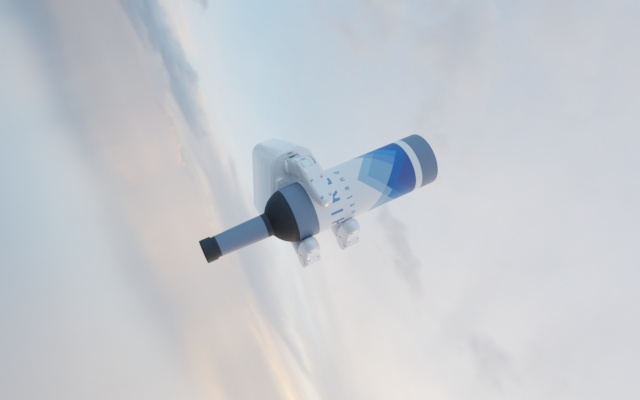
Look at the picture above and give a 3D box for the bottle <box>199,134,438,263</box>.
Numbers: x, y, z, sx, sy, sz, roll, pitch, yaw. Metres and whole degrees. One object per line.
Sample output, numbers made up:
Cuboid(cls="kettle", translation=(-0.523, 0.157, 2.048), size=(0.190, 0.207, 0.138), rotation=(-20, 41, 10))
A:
Cuboid(cls="bottle", translation=(0.000, 0.002, 0.569), size=(0.295, 0.069, 0.069), rotation=(-23, 7, -16))
